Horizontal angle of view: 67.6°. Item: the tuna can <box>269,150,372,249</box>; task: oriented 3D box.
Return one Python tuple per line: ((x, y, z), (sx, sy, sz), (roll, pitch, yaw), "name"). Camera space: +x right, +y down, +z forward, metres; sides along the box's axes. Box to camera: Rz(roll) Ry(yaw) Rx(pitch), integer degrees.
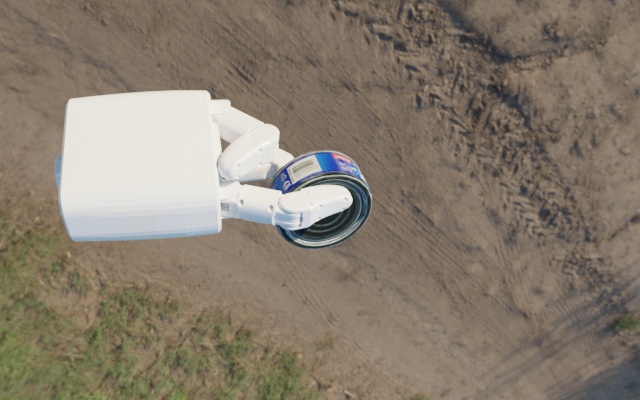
((0.000, 0.002, 0.408), (0.086, 0.086, 0.033), (0, 39, -21), "tuna can")
